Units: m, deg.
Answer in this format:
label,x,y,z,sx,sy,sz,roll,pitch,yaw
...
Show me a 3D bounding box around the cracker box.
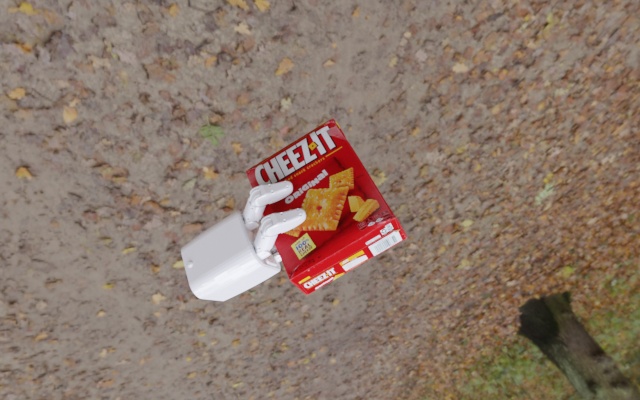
label,x,y,z,sx,sy,sz,roll,pitch,yaw
cracker box,0.000,0.002,0.696,0.164,0.213,0.072,-30,-36,4
